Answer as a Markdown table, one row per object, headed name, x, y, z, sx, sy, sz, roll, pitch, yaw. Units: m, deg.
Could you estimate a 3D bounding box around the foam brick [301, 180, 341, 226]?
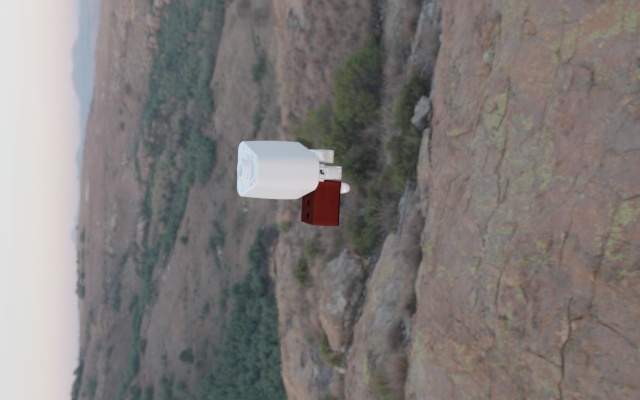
| name | x | y | z | sx | sy | sz | roll | pitch | yaw |
| --- | --- | --- | --- | --- | --- | --- | --- | --- | --- |
| foam brick | 0.000 | 0.003 | 0.826 | 0.051 | 0.078 | 0.053 | 0 | 5 | -27 |
